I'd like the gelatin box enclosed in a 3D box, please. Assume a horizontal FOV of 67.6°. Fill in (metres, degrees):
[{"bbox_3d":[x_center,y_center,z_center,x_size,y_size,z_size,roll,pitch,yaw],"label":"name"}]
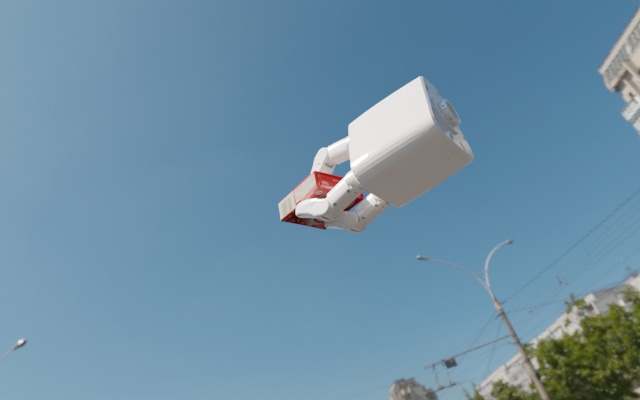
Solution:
[{"bbox_3d":[0.000,0.002,0.614,0.073,0.030,0.089,13,-37,-35],"label":"gelatin box"}]
